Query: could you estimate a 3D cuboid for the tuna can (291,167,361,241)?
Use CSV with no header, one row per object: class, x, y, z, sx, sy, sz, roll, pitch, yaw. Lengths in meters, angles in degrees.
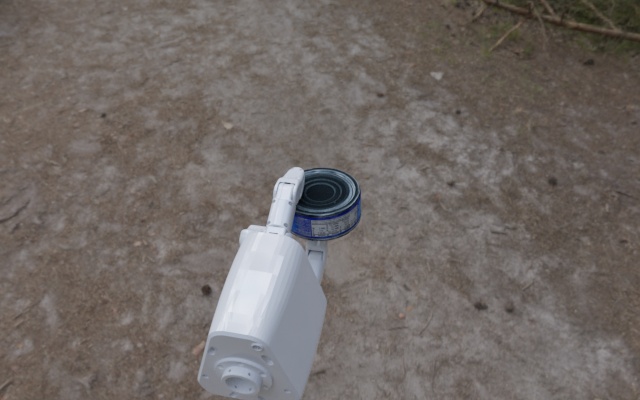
tuna can,0.000,0.001,0.502,0.086,0.034,0.086,-2,38,2
